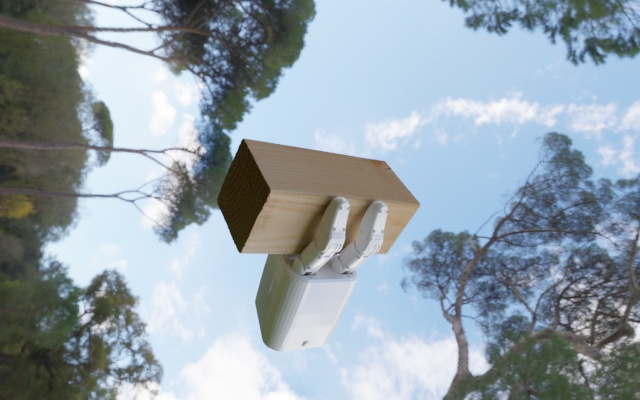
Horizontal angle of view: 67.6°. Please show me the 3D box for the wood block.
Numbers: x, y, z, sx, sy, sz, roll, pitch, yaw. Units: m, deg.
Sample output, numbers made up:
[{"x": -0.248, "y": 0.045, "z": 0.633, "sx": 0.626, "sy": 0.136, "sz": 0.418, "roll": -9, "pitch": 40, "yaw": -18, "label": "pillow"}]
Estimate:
[{"x": 0.000, "y": 0.002, "z": 0.555, "sx": 0.206, "sy": 0.090, "sz": 0.090, "roll": 5, "pitch": 37, "yaw": -36, "label": "wood block"}]
